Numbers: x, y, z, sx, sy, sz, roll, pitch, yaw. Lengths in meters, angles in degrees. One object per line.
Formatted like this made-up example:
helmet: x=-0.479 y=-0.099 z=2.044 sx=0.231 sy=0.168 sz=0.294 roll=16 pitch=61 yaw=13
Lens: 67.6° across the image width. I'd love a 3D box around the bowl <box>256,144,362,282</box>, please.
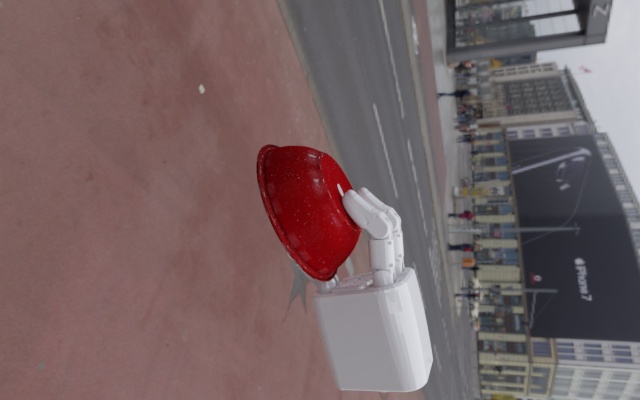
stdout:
bowl: x=0.000 y=0.000 z=0.509 sx=0.055 sy=0.162 sz=0.162 roll=-26 pitch=-9 yaw=18
